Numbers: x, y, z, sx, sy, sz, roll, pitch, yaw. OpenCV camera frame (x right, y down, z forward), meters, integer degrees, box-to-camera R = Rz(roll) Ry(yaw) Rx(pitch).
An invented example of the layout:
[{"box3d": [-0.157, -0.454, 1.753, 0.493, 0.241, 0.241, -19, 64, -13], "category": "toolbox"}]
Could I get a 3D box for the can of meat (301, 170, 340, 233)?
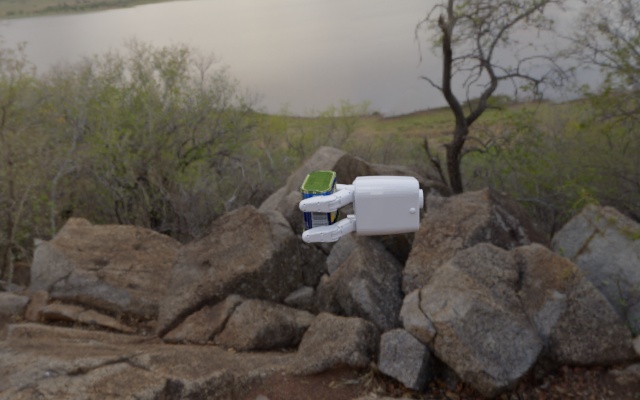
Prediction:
[{"box3d": [0.000, 0.002, 0.832, 0.057, 0.084, 0.102, 0, 24, 9], "category": "can of meat"}]
